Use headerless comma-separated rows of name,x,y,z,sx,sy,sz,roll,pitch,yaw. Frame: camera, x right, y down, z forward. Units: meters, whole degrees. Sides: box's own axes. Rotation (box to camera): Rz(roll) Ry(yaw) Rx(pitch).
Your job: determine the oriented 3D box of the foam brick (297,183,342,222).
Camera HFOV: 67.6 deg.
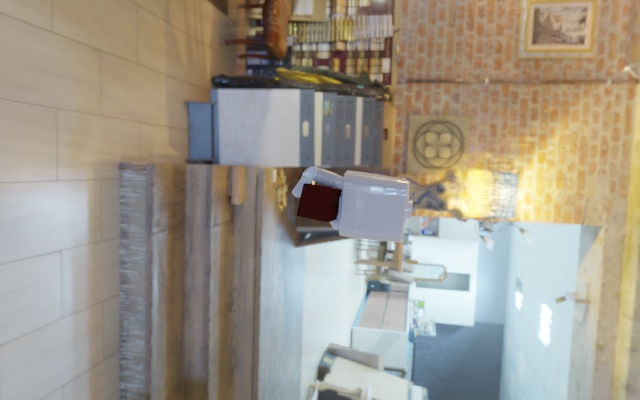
foam brick,0.000,0.003,0.766,0.051,0.053,0.078,12,4,11
